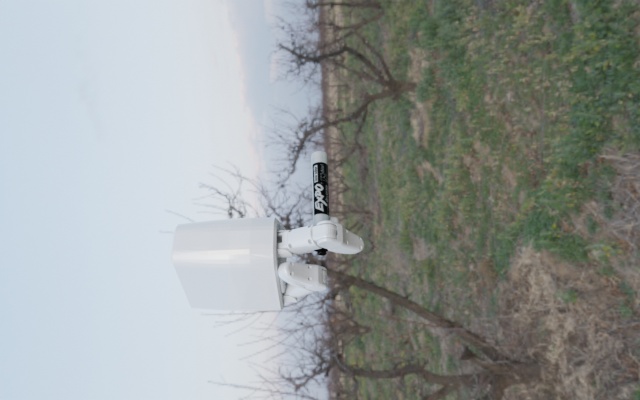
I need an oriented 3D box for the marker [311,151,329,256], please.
[{"bbox_3d":[0.000,0.002,0.513,0.020,0.121,0.020,-1,-28,-1],"label":"marker"}]
